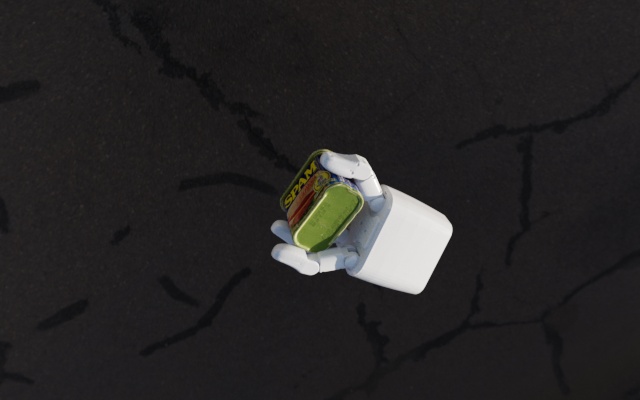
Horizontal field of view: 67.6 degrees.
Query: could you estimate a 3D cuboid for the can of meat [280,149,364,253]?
[{"bbox_3d":[0.000,0.002,0.581,0.057,0.102,0.084,26,22,-27],"label":"can of meat"}]
